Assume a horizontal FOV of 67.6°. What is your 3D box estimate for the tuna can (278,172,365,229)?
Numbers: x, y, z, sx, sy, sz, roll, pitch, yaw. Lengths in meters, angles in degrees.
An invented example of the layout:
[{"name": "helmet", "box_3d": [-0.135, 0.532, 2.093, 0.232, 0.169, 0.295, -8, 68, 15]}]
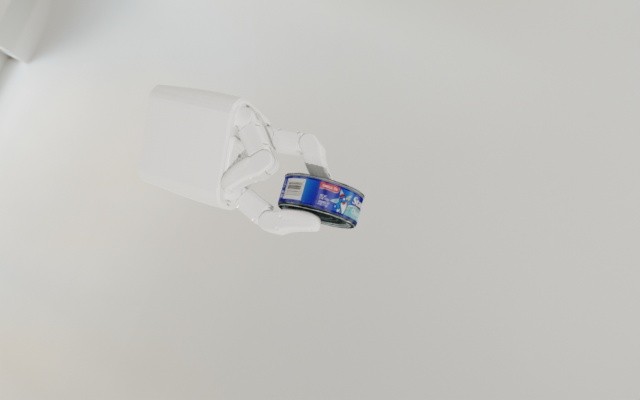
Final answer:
[{"name": "tuna can", "box_3d": [0.000, 0.002, 0.492, 0.086, 0.033, 0.086, 15, -10, 3]}]
